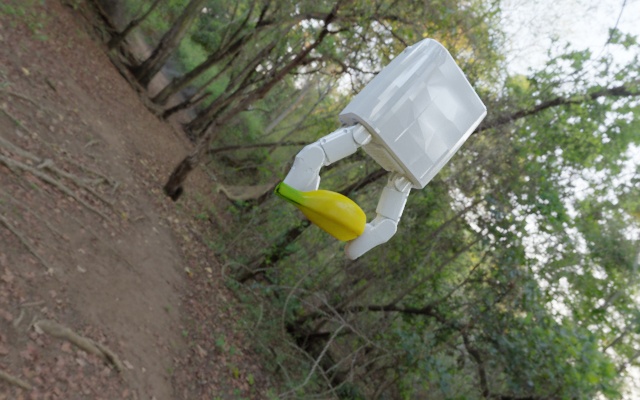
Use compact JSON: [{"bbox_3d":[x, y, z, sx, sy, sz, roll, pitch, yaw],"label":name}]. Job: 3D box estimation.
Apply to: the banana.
[{"bbox_3d":[0.014,0.012,0.465,0.069,0.037,0.198,38,0,12],"label":"banana"}]
